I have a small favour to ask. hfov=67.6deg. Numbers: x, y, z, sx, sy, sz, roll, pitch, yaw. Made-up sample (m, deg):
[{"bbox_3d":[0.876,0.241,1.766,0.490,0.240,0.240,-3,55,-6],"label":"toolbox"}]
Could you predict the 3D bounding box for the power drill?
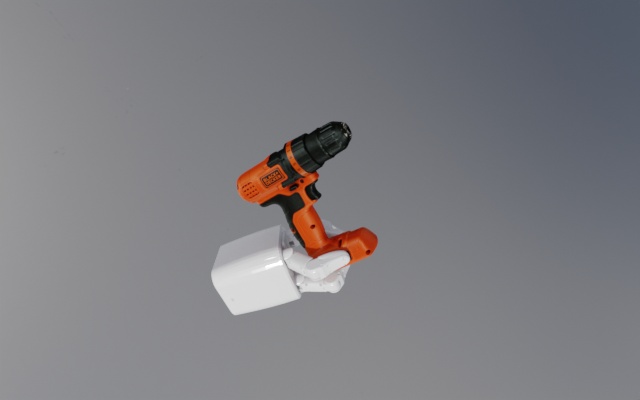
[{"bbox_3d":[0.000,0.003,0.657,0.184,0.188,0.057,-27,14,28],"label":"power drill"}]
